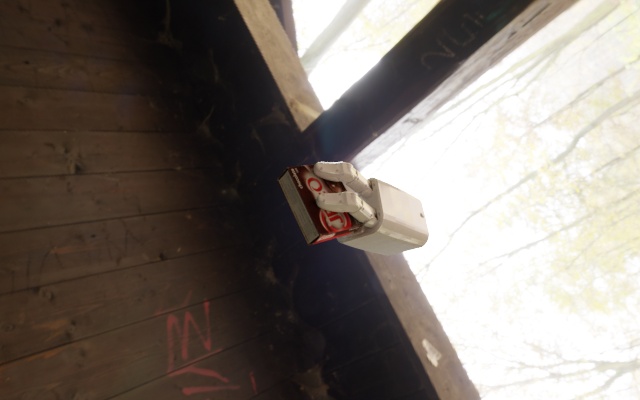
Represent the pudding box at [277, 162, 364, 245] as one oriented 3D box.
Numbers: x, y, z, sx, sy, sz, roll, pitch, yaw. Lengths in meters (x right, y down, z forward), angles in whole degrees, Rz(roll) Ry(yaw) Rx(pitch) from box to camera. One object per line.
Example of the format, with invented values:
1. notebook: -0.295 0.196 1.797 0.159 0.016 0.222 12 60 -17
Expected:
1. pudding box: 0.000 0.002 0.693 0.090 0.113 0.039 -11 -24 -44
